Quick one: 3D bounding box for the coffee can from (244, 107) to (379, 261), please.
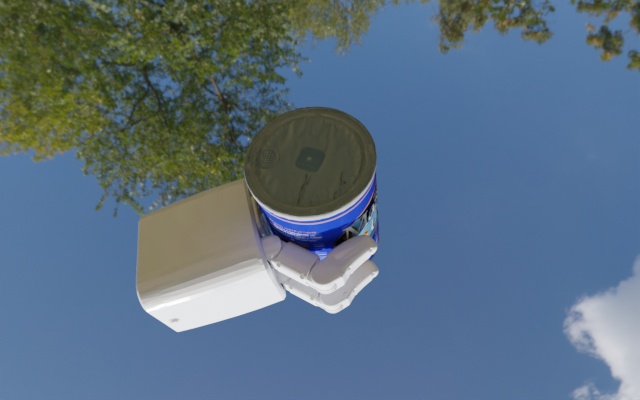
[{"bbox_3d":[0.000,0.001,0.424,0.103,0.102,0.140,0,-29,8],"label":"coffee can"}]
